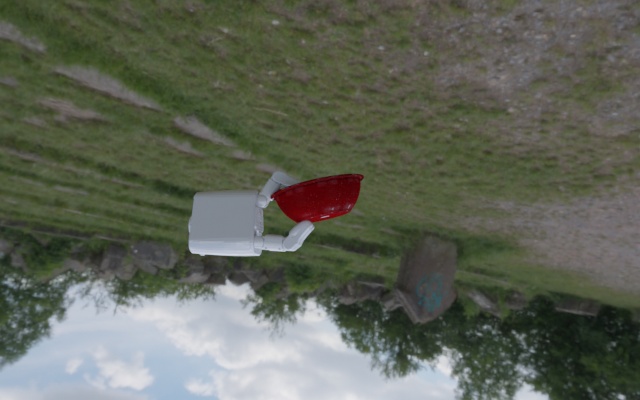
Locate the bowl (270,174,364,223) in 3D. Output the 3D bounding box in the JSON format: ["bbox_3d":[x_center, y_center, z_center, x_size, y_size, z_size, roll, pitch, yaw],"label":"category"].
[{"bbox_3d":[0.001,0.003,0.801,0.162,0.055,0.162,-13,-8,-2],"label":"bowl"}]
